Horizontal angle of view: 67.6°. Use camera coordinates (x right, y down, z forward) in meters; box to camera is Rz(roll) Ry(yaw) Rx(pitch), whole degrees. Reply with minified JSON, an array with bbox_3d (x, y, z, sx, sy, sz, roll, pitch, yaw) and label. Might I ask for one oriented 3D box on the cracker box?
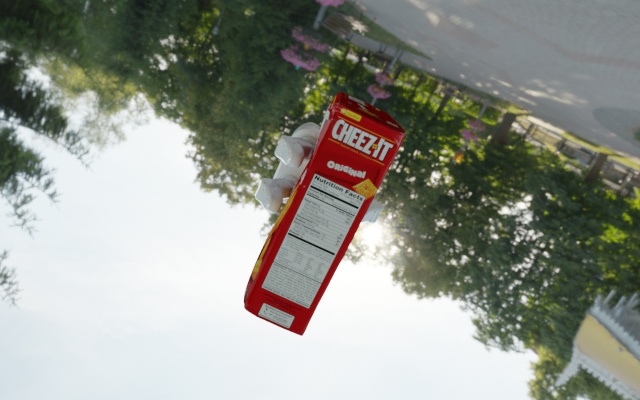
[{"bbox_3d":[0.000,0.002,0.492,0.072,0.214,0.164,24,15,-5],"label":"cracker box"}]
